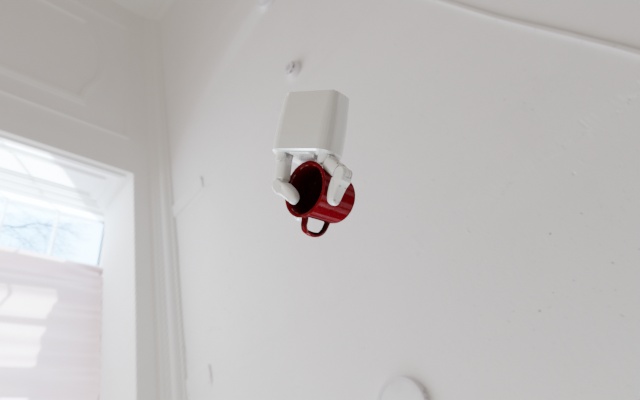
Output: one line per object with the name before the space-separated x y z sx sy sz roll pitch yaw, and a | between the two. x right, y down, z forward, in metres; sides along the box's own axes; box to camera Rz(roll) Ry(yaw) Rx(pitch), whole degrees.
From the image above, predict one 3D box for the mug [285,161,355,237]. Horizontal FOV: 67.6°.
mug | 0.000 0.004 0.777 0.081 0.117 0.093 19 -12 -42
